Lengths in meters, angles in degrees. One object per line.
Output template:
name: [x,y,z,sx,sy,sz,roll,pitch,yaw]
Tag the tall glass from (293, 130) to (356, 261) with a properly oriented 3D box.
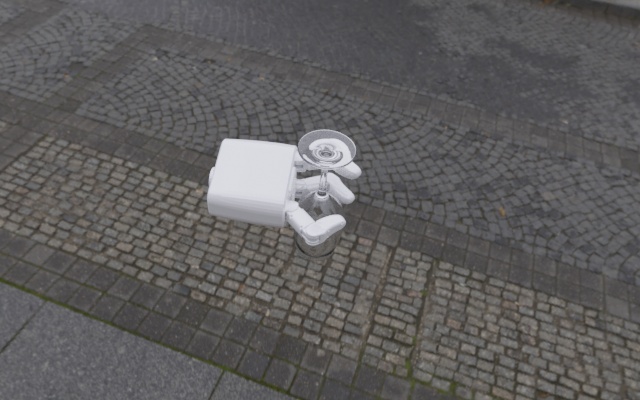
tall glass: [0.000,0.002,0.670,0.079,0.079,0.201,0,-43,-6]
